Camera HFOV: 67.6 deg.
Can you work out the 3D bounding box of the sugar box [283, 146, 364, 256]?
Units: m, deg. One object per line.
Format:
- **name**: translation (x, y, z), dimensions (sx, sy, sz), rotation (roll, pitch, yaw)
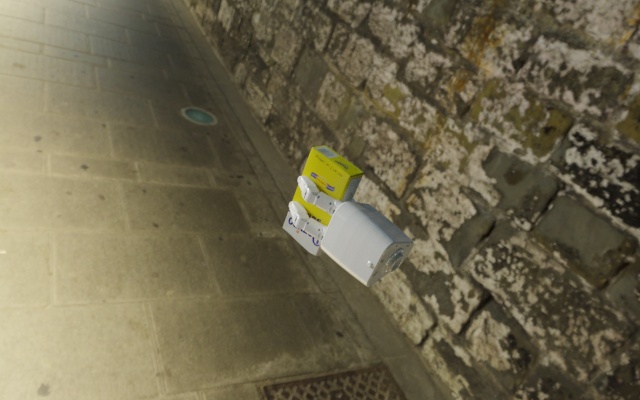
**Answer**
- **sugar box**: translation (0.000, 0.003, 0.830), dimensions (0.093, 0.176, 0.048), rotation (39, 32, 27)
